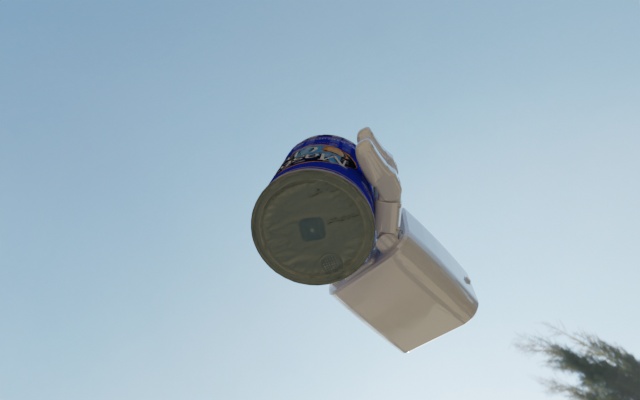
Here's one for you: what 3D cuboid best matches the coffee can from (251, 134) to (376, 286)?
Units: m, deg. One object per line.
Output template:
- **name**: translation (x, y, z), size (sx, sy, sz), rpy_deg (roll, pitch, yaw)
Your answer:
- **coffee can**: translation (0.000, 0.001, 0.453), size (0.103, 0.103, 0.140), rpy_deg (0, 20, 6)
